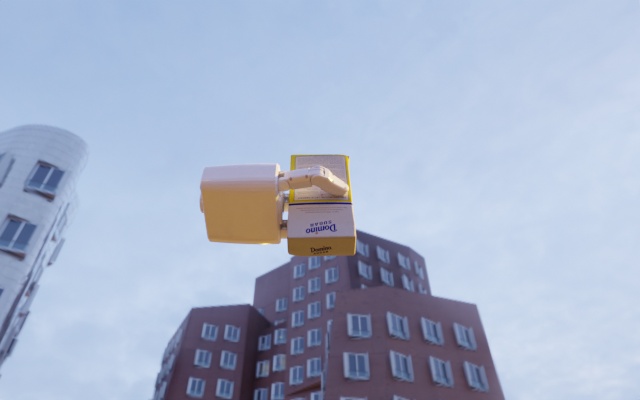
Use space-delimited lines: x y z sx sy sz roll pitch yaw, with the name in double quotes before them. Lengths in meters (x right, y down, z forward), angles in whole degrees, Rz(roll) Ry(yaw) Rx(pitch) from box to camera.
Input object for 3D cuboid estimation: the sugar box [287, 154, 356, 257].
"sugar box" 0.000 0.003 0.695 0.093 0.176 0.048 0 -44 0
